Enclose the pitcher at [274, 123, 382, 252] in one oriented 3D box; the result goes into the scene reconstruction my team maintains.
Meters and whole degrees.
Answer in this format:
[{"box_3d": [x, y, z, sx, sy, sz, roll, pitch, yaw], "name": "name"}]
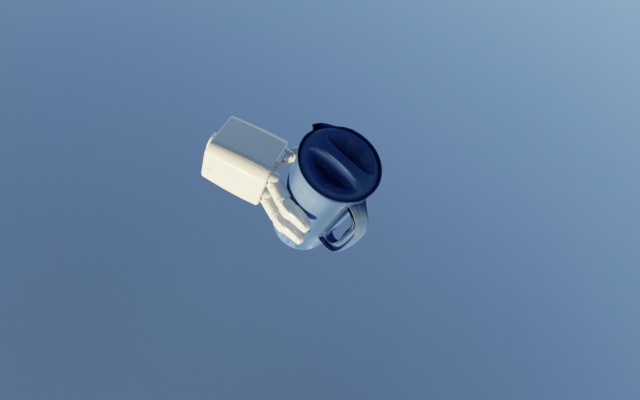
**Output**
[{"box_3d": [0.000, 0.002, 0.796, 0.145, 0.149, 0.243, 26, -31, -4], "name": "pitcher"}]
